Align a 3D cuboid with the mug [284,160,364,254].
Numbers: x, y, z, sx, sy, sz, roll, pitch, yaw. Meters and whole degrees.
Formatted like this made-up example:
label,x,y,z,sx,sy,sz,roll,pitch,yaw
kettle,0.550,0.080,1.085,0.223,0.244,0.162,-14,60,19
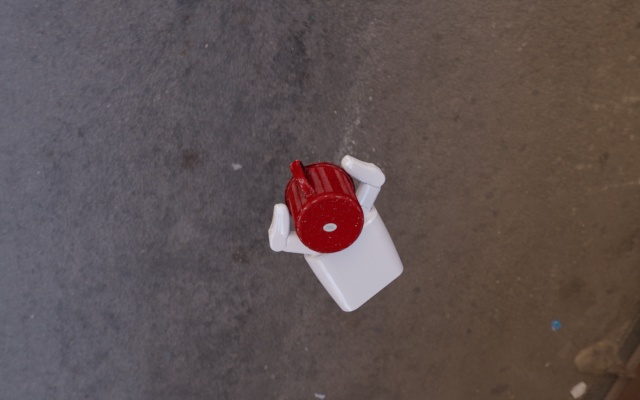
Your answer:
label,x,y,z,sx,sy,sz,roll,pitch,yaw
mug,0.000,0.001,0.573,0.093,0.117,0.081,-29,28,5
